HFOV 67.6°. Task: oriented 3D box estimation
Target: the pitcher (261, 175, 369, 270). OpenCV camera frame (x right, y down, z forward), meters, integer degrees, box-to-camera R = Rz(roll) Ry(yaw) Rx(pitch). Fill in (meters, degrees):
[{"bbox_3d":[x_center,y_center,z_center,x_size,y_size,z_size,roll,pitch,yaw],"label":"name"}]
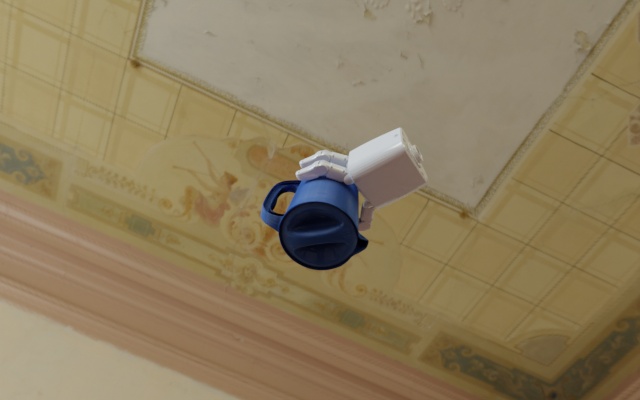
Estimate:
[{"bbox_3d":[0.000,0.003,0.876,0.145,0.149,0.242,-27,22,20],"label":"pitcher"}]
